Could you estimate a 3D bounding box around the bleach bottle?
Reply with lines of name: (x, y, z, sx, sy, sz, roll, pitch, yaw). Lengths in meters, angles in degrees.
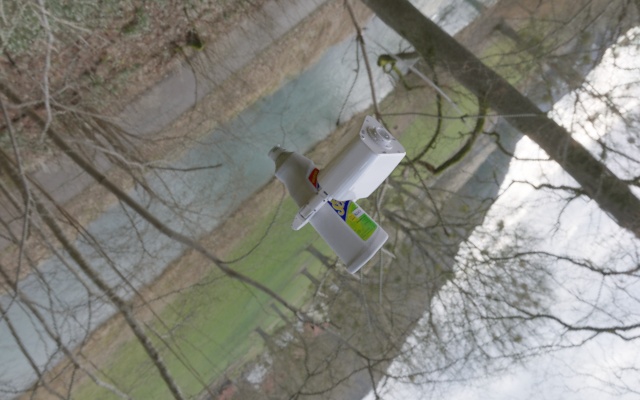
bleach bottle: (0.000, 0.003, 0.823, 0.068, 0.251, 0.102, -48, -6, 34)
